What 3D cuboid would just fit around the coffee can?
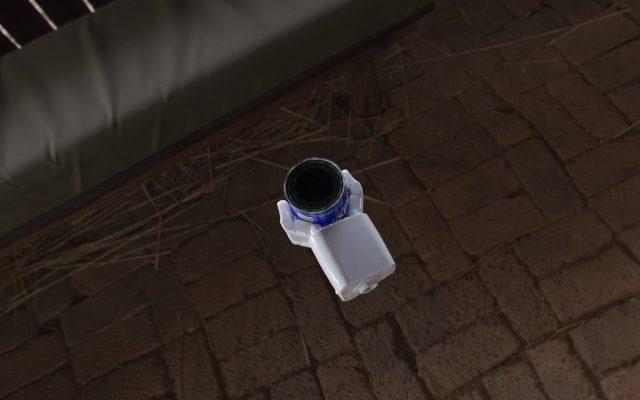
[{"bbox_3d":[0.000,0.003,0.846,0.103,0.102,0.140,0,-24,9],"label":"coffee can"}]
